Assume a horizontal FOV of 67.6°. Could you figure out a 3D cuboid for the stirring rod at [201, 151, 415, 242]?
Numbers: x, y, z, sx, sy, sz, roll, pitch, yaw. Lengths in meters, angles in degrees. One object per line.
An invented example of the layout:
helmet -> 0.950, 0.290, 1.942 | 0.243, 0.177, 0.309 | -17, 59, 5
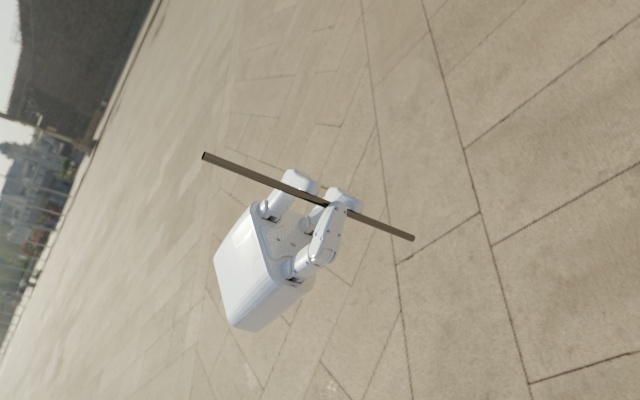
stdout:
stirring rod -> 0.000, 0.002, 0.459 | 0.239, 0.011, 0.011 | 22, -10, -27
